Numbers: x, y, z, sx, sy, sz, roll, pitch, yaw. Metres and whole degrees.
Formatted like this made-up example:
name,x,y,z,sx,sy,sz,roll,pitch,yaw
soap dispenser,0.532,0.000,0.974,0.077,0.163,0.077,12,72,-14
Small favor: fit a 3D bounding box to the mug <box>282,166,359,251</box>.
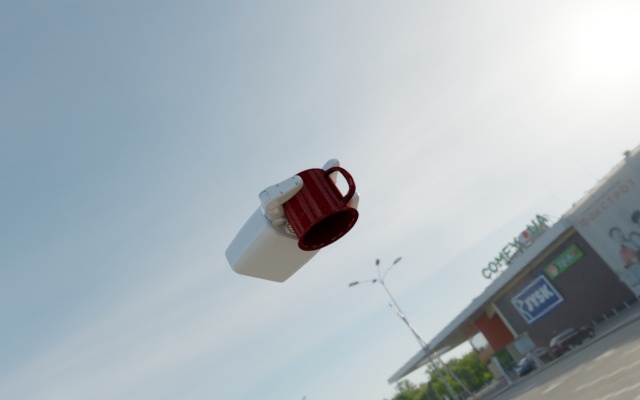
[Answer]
name,x,y,z,sx,sy,sz,roll,pitch,yaw
mug,0.001,0.001,0.650,0.093,0.081,0.117,4,-44,-50
